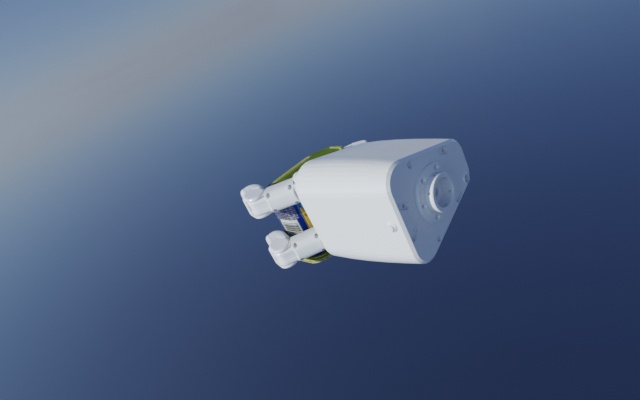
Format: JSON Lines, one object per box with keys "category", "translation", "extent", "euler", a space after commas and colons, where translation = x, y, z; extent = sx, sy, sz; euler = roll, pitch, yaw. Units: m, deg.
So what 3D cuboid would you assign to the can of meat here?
{"category": "can of meat", "translation": [0.000, 0.001, 0.508], "extent": [0.102, 0.084, 0.057], "euler": [-40, 26, -30]}
